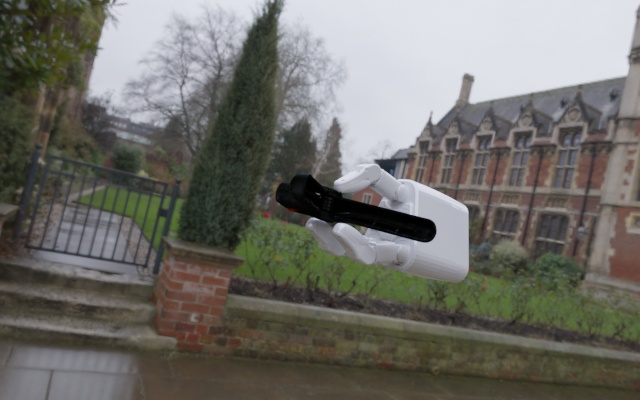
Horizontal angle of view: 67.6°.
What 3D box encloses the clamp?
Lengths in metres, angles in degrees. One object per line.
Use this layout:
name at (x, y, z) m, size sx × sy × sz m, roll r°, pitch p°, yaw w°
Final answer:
clamp at (0.000, 0.001, 0.525) m, size 0.164 × 0.036 × 0.210 m, roll 21°, pitch -7°, yaw -33°
